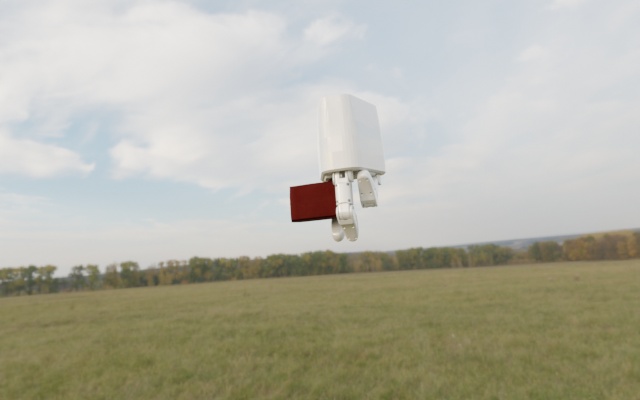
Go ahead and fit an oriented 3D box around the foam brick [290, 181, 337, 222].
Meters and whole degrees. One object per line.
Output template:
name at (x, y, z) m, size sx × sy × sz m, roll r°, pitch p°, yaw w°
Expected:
foam brick at (0.000, 0.002, 0.689) m, size 0.078 × 0.051 × 0.053 m, roll -7°, pitch -4°, yaw 15°
